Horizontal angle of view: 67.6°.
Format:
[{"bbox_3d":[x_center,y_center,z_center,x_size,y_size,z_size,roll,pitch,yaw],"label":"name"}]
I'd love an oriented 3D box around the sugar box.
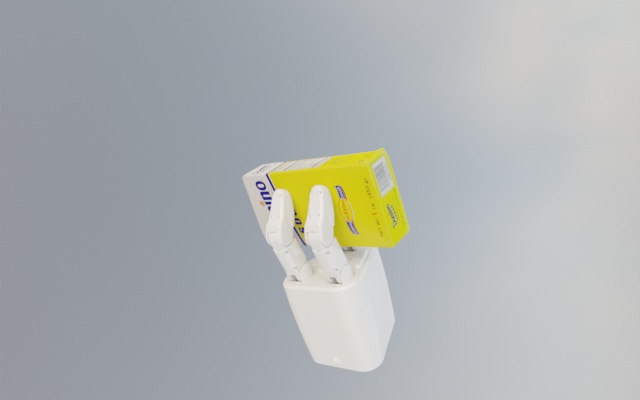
[{"bbox_3d":[0.000,0.002,0.517,0.176,0.093,0.048,-5,22,38],"label":"sugar box"}]
